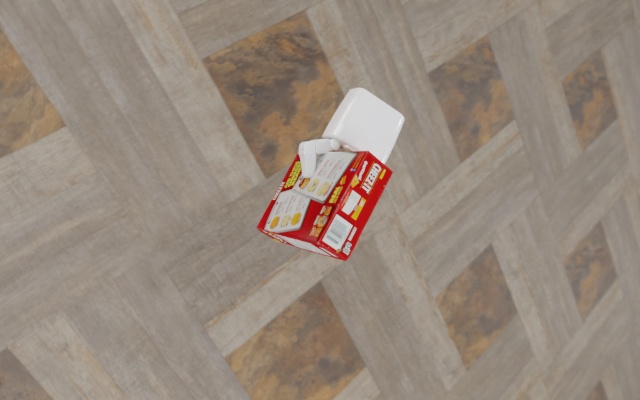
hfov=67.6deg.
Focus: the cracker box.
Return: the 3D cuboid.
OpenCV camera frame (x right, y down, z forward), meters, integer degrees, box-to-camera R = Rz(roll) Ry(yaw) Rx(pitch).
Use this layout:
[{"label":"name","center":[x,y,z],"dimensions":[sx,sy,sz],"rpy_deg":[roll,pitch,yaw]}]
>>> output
[{"label":"cracker box","center":[0.000,0.003,0.799],"dimensions":[0.072,0.164,0.213],"rpy_deg":[36,-15,-29]}]
